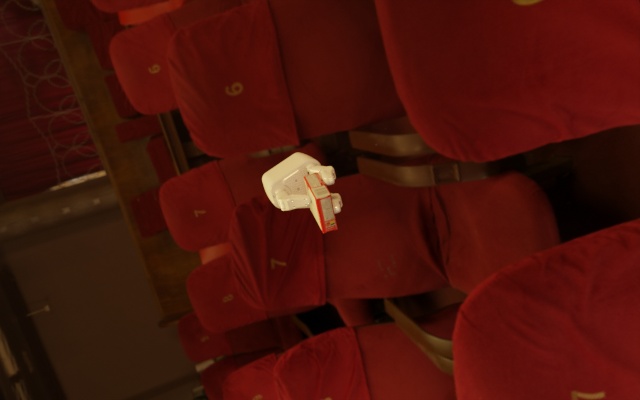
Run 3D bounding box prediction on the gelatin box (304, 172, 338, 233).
[{"bbox_3d":[0.000,0.003,0.839,0.030,0.073,0.089,-17,33,-8],"label":"gelatin box"}]
